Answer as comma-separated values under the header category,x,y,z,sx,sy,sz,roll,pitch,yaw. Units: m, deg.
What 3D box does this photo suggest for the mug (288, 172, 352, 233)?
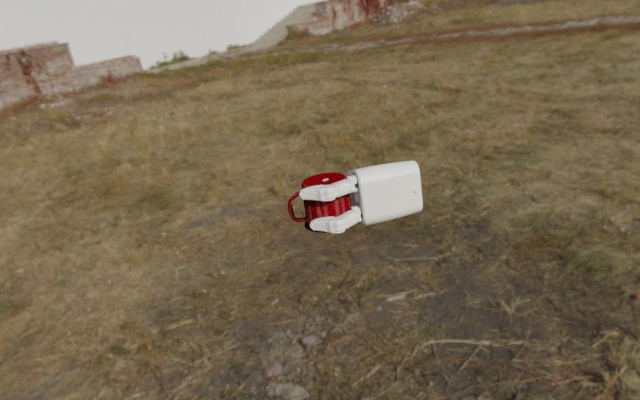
category,x,y,z,sx,sy,sz,roll,pitch,yaw
mug,-0.001,0.003,0.833,0.117,0.081,0.093,-11,20,-7
